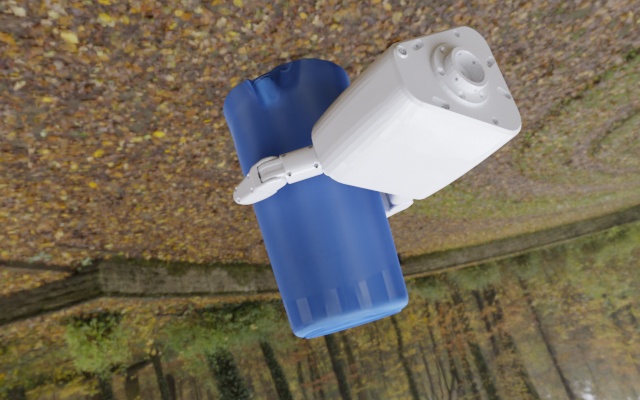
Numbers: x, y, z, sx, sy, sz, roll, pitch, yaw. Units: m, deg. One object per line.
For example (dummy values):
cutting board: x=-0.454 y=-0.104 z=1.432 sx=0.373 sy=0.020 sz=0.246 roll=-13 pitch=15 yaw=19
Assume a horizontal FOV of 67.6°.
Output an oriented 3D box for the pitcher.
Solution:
pitcher: x=0.000 y=0.001 z=0.468 sx=0.149 sy=0.242 sz=0.145 roll=-5 pitch=-21 yaw=-33
